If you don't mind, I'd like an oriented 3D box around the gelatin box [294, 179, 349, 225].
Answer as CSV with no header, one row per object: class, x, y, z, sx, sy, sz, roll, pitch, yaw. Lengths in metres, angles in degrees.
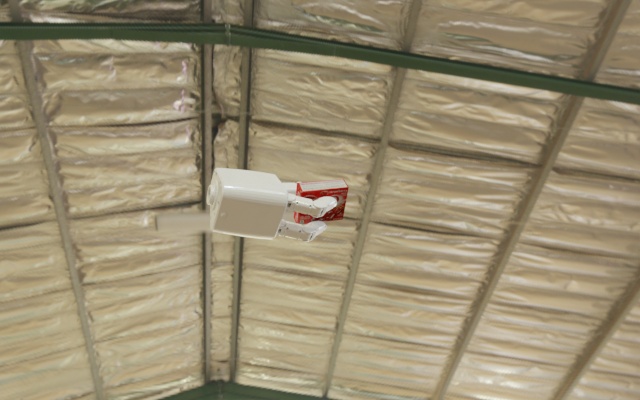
gelatin box,0.000,0.002,0.836,0.089,0.073,0.030,-6,38,-18
